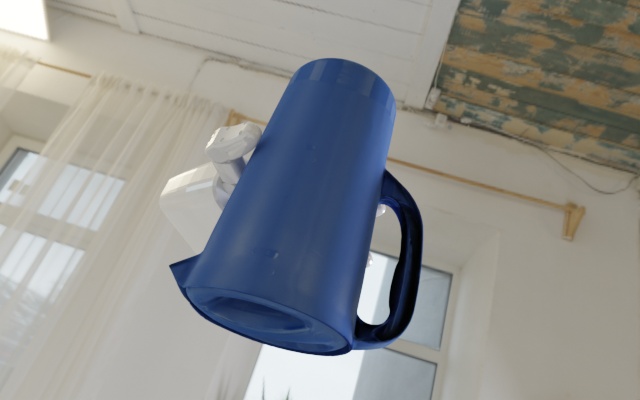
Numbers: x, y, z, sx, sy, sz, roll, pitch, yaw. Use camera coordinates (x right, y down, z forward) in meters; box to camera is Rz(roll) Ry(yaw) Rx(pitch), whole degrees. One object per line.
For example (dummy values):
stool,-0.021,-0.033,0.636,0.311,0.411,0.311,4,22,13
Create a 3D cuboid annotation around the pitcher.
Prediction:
pitcher,0.000,0.001,0.409,0.145,0.242,0.149,-10,-40,41
